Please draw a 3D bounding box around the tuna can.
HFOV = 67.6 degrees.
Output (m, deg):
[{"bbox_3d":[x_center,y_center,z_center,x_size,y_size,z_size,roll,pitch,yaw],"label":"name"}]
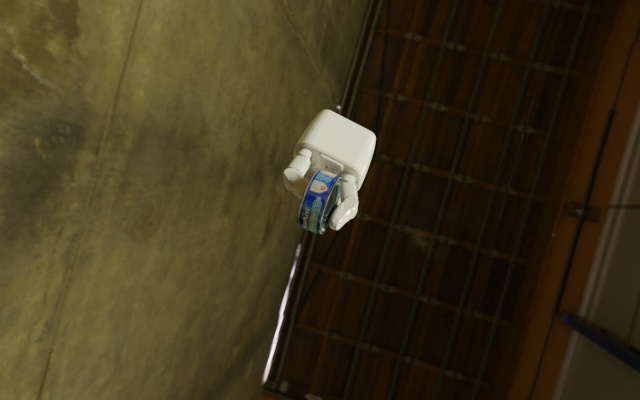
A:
[{"bbox_3d":[0.001,0.002,0.654,0.034,0.086,0.086,19,4,12],"label":"tuna can"}]
